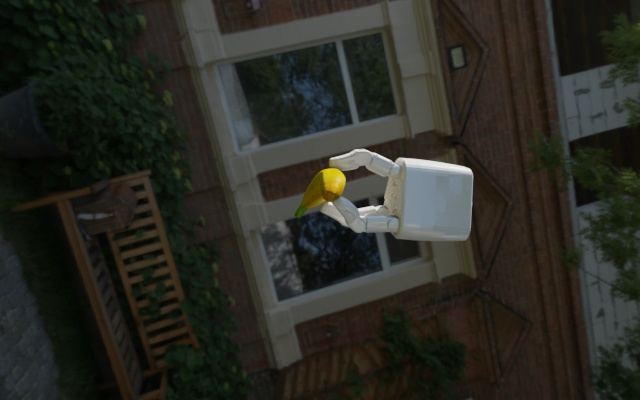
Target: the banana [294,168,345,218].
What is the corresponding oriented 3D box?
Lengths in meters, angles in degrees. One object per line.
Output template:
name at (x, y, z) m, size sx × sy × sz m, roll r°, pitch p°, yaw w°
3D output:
banana at (0.006, -0.014, 0.684) m, size 0.037 × 0.069 × 0.198 m, roll 24°, pitch -14°, yaw -8°
